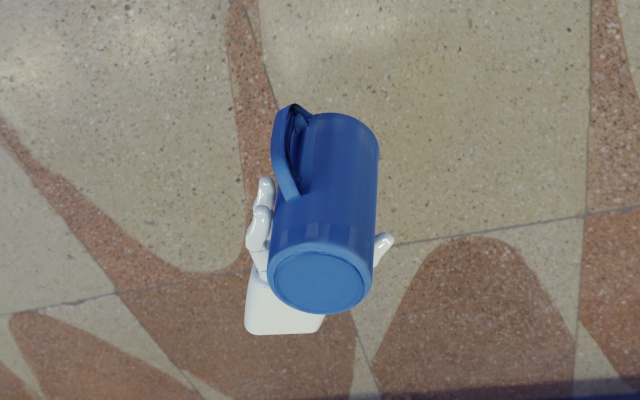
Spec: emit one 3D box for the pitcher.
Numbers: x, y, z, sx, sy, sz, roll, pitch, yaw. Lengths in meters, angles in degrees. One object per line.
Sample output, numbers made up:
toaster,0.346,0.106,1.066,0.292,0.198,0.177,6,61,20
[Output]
pitcher,0.000,0.002,0.563,0.149,0.145,0.242,13,38,-5
